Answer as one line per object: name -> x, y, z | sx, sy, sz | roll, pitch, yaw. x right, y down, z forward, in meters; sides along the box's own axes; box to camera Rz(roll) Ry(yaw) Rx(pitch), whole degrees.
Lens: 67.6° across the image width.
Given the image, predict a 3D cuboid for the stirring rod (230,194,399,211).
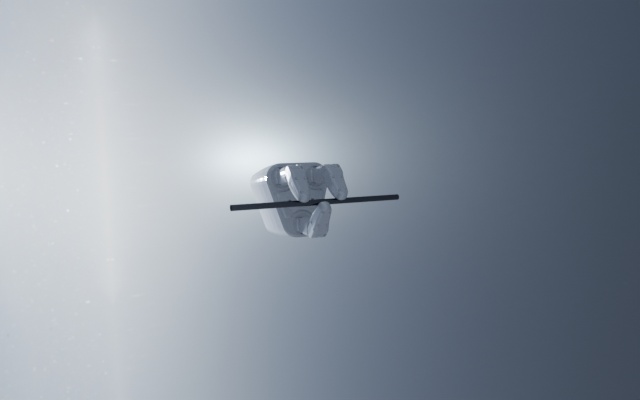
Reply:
stirring rod -> 0.000, 0.002, 0.631 | 0.239, 0.011, 0.011 | -4, 1, -24
